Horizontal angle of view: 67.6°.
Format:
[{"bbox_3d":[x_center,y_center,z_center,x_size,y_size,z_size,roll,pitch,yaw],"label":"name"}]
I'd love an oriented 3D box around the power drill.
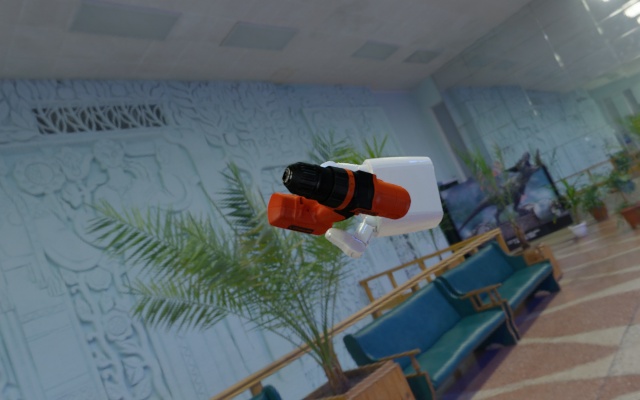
[{"bbox_3d":[0.000,0.002,0.655,0.184,0.057,0.188,15,-17,-29],"label":"power drill"}]
